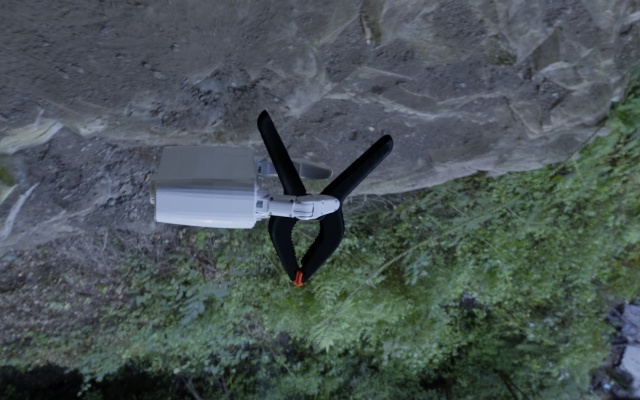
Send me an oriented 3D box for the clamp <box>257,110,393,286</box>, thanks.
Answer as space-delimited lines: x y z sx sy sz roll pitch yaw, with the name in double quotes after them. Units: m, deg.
0.000 0.003 0.578 0.164 0.210 0.036 2 15 -12 "clamp"
